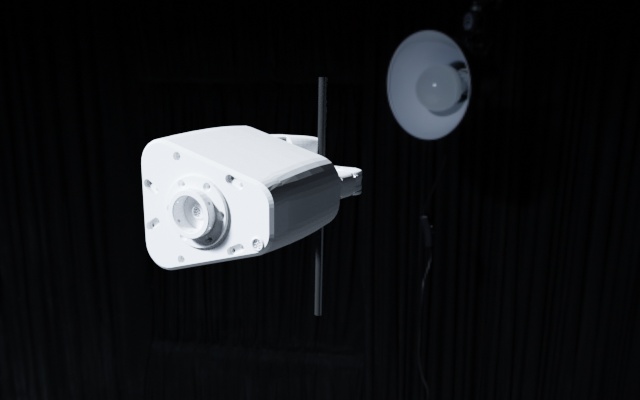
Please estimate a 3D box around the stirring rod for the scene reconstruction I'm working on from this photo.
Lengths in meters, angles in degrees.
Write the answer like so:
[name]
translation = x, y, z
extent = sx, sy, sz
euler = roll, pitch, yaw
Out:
[stirring rod]
translation = 0.000, 0.002, 0.475
extent = 0.011, 0.239, 0.011
euler = 1, 12, 0
